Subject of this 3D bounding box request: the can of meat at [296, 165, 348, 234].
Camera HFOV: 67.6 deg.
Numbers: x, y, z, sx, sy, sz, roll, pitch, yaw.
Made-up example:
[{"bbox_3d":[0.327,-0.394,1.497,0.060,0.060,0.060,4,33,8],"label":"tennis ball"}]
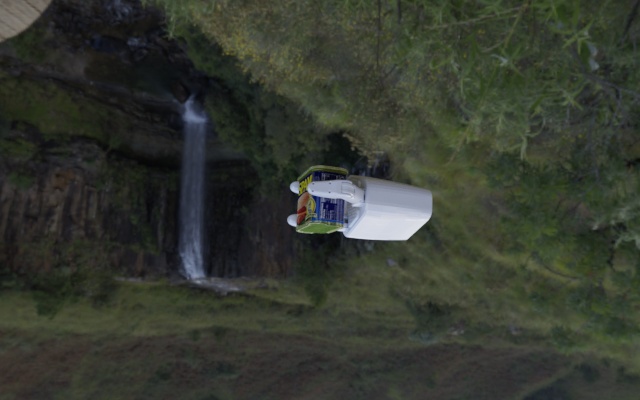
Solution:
[{"bbox_3d":[0.000,0.003,0.706,0.057,0.084,0.102,7,-12,-17],"label":"can of meat"}]
